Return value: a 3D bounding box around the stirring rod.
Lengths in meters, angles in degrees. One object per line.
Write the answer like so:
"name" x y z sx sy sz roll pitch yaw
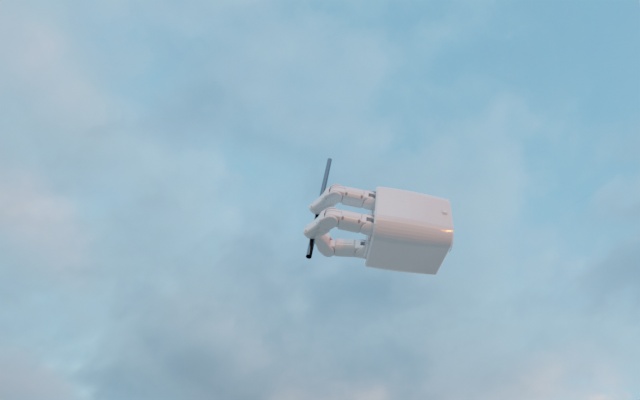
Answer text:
"stirring rod" 0.000 0.002 0.728 0.011 0.011 0.239 0 37 9
